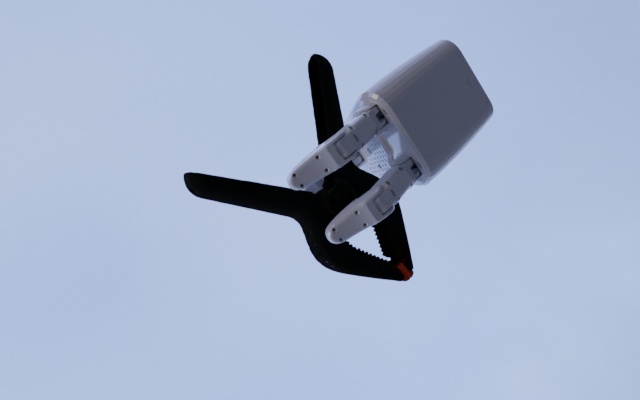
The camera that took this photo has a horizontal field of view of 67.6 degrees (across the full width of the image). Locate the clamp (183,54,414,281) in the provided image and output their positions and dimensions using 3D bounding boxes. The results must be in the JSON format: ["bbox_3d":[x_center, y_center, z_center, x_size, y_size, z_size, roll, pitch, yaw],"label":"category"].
[{"bbox_3d":[0.000,0.002,0.413,0.164,0.210,0.036,-40,13,-19],"label":"clamp"}]
